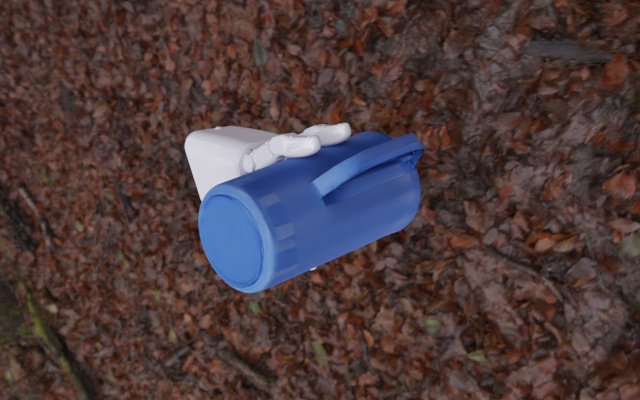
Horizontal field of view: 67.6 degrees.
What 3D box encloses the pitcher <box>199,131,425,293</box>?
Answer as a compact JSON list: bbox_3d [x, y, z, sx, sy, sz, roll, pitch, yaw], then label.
[{"bbox_3d":[0.000,0.002,0.518,0.145,0.149,0.243,19,27,37],"label":"pitcher"}]
